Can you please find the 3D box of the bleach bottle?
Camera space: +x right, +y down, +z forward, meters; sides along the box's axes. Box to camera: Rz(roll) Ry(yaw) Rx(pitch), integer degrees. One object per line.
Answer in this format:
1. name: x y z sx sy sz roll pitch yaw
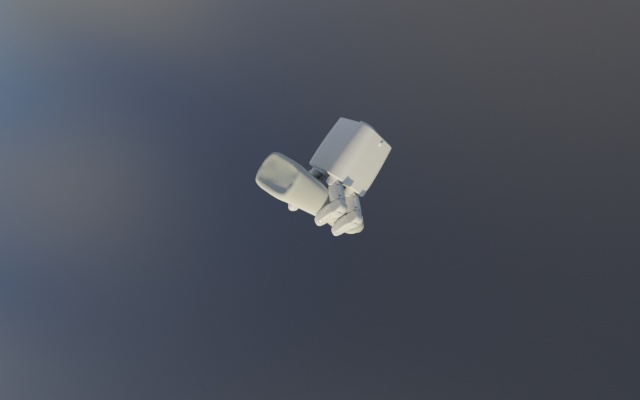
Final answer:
1. bleach bottle: 0.000 0.003 0.874 0.102 0.068 0.251 33 0 42
